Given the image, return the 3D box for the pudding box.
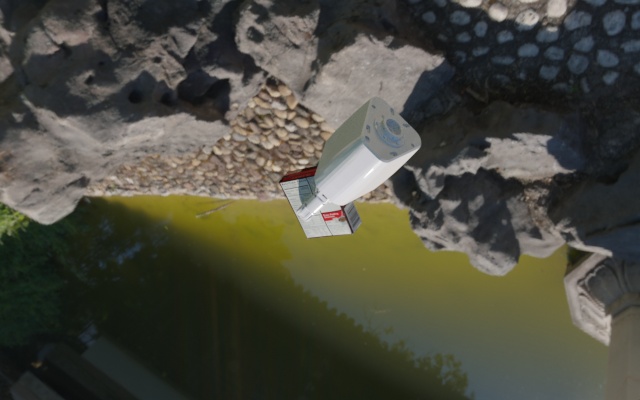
[{"bbox_3d":[0.000,0.002,0.731,0.090,0.113,0.039,-8,27,34],"label":"pudding box"}]
